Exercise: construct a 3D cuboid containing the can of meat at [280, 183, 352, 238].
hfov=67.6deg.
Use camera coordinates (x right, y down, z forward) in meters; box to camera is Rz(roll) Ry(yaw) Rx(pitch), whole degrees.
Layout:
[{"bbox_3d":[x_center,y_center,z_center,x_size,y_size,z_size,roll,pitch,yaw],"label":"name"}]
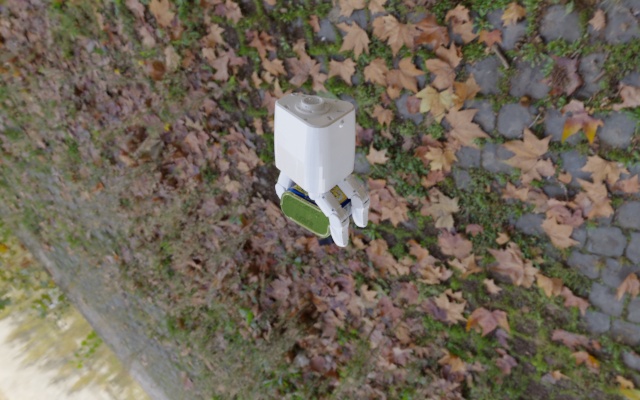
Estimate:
[{"bbox_3d":[0.000,0.003,0.748,0.102,0.057,0.084,28,44,25],"label":"can of meat"}]
